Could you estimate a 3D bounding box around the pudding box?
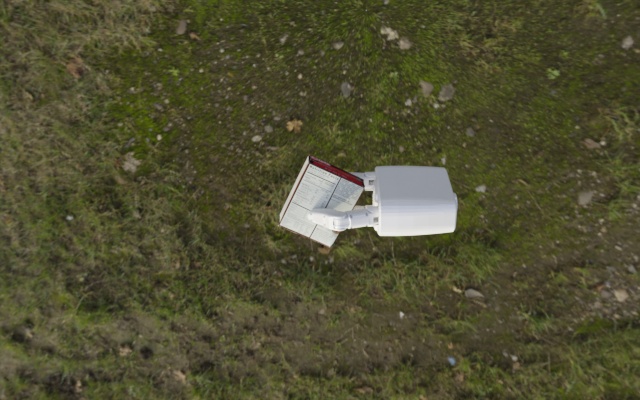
[{"bbox_3d":[0.000,0.002,0.694,0.090,0.113,0.039,24,20,-9],"label":"pudding box"}]
